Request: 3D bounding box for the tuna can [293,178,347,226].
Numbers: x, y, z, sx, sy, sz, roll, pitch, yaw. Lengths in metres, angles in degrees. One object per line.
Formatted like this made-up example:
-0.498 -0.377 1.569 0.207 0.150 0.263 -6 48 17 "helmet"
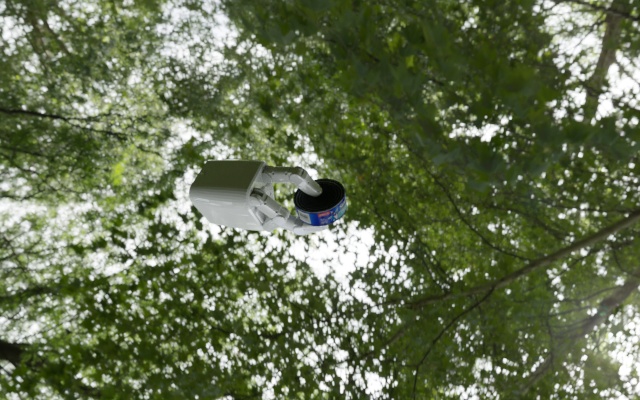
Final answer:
0.000 0.003 0.783 0.086 0.034 0.086 -8 39 7 "tuna can"
